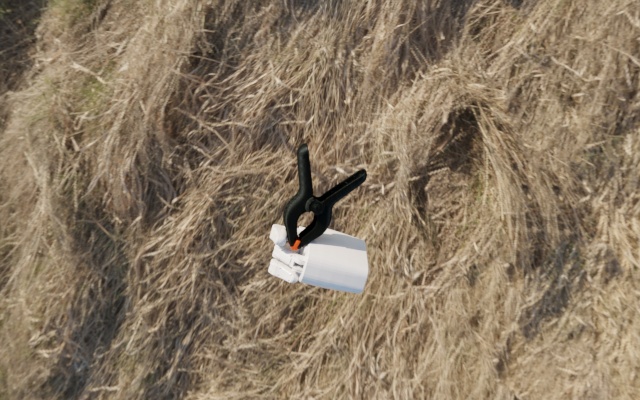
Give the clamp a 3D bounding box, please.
[{"bbox_3d":[0.000,0.003,0.764,0.120,0.171,0.039,15,18,-11],"label":"clamp"}]
